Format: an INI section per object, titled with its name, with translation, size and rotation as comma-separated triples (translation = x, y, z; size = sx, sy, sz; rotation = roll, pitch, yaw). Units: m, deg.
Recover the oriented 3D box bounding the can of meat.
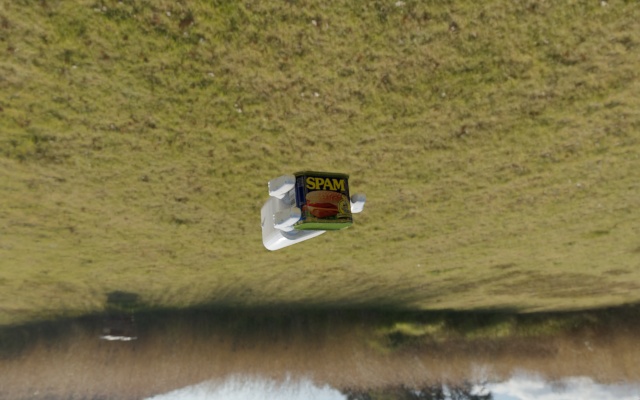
[can of meat]
translation = 0.000, 0.003, 0.767
size = 0.102, 0.084, 0.057
rotation = 3, -18, -27
